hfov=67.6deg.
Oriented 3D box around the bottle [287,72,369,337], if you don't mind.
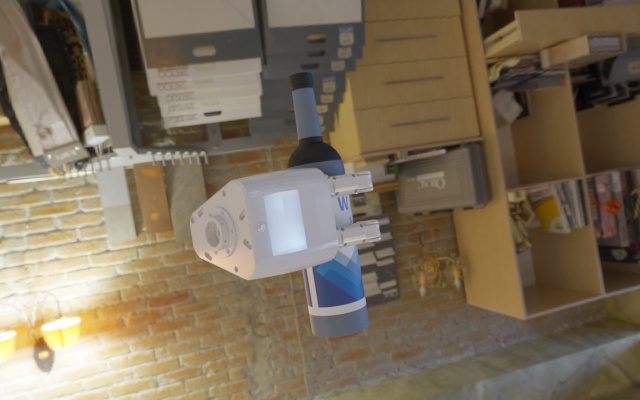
[{"bbox_3d":[0.000,0.002,0.549,0.069,0.295,0.069,-9,0,0],"label":"bottle"}]
